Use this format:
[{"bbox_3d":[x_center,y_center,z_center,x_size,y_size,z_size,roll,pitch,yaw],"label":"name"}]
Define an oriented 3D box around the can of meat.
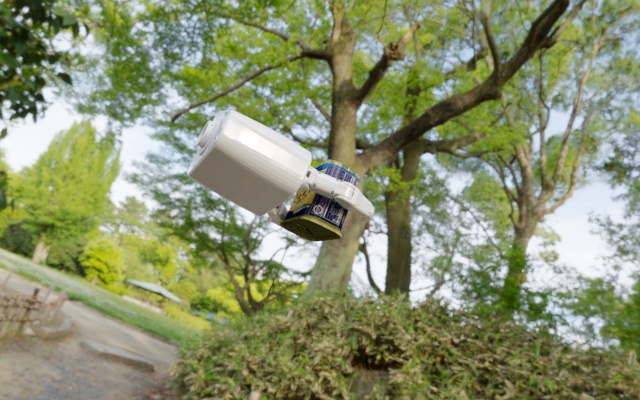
[{"bbox_3d":[0.000,0.002,0.613,0.057,0.084,0.102,28,-18,-19],"label":"can of meat"}]
